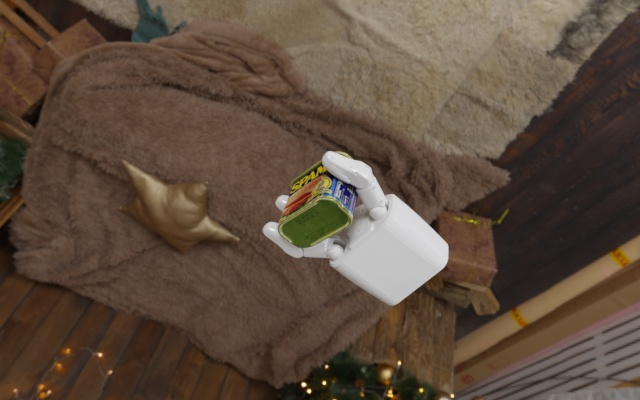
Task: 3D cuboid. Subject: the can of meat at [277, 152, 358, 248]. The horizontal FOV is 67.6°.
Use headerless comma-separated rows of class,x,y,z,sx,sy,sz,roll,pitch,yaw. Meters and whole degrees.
can of meat,0.000,0.002,0.581,0.057,0.084,0.102,41,-51,-22
